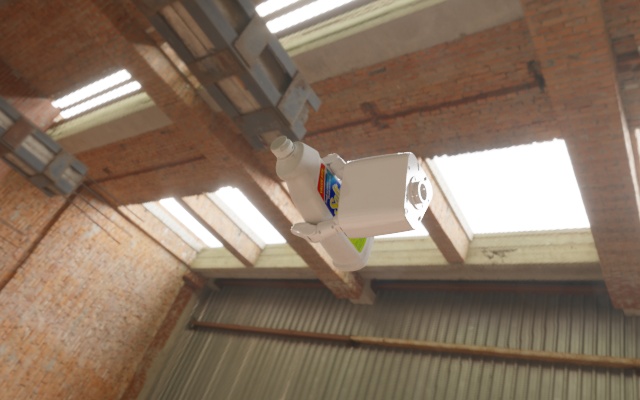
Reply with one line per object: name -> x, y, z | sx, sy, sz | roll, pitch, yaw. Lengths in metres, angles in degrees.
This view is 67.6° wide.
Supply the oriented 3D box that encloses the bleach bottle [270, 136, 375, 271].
bleach bottle -> 0.000, 0.002, 0.755 | 0.068, 0.102, 0.251 | -8, -44, 35
